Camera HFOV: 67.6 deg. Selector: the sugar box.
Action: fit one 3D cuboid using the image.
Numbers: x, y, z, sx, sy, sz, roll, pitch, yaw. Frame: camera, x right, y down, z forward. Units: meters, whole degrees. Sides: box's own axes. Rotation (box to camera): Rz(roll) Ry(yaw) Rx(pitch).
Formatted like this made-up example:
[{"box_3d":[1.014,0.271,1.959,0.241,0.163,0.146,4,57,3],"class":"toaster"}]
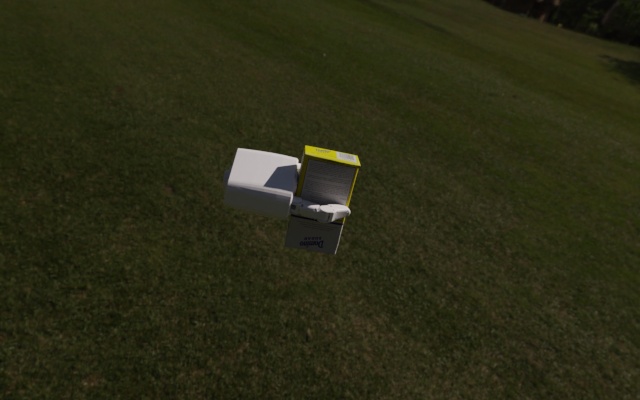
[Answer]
[{"box_3d":[0.000,0.002,0.809,0.093,0.176,0.048,11,28,-7],"class":"sugar box"}]
